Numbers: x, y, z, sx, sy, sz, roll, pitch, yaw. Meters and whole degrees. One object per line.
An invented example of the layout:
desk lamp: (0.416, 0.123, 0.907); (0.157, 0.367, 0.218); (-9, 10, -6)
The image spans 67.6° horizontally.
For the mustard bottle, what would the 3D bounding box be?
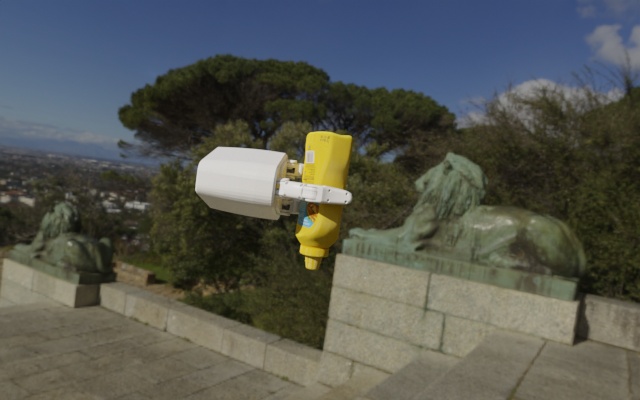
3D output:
mustard bottle: (0.000, 0.002, 0.673); (0.058, 0.191, 0.096); (7, 3, -23)
